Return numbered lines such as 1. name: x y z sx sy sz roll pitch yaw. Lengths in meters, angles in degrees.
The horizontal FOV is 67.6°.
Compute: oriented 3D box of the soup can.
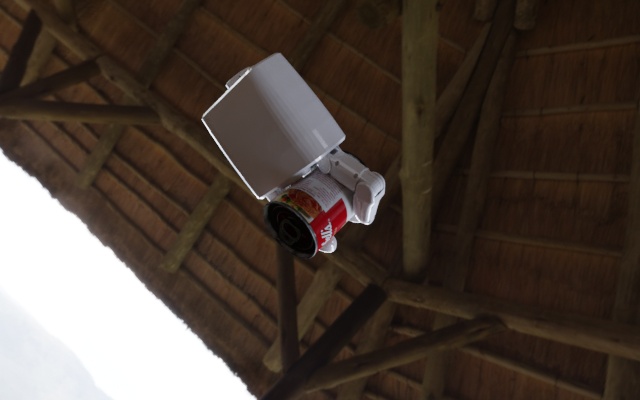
1. soup can: 0.001 0.002 0.488 0.068 0.068 0.102 0 34 48
